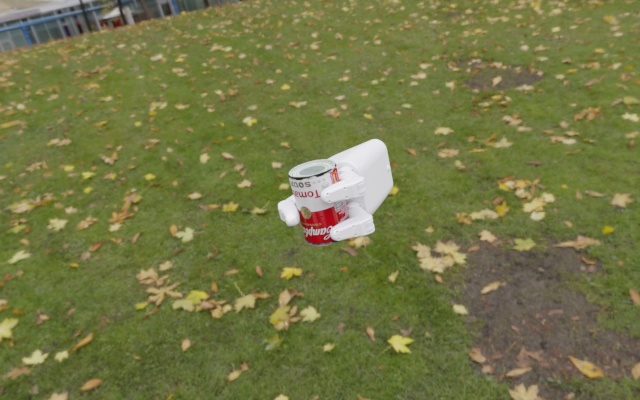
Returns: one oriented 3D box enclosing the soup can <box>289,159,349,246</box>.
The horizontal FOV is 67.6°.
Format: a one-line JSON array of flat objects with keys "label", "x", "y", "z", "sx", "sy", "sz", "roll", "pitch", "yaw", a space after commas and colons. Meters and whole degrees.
[{"label": "soup can", "x": 0.000, "y": 0.002, "z": 0.656, "sx": 0.068, "sy": 0.102, "sz": 0.068, "roll": -12, "pitch": 21, "yaw": 5}]
